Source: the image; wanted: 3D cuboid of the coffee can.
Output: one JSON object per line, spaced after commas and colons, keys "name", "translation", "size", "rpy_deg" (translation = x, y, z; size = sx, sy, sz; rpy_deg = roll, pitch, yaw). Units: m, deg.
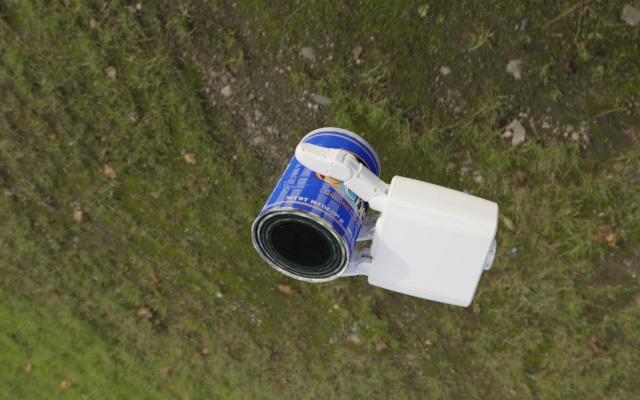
{"name": "coffee can", "translation": [0.000, 0.001, 0.516], "size": [0.103, 0.103, 0.140], "rpy_deg": [0, 40, 23]}
